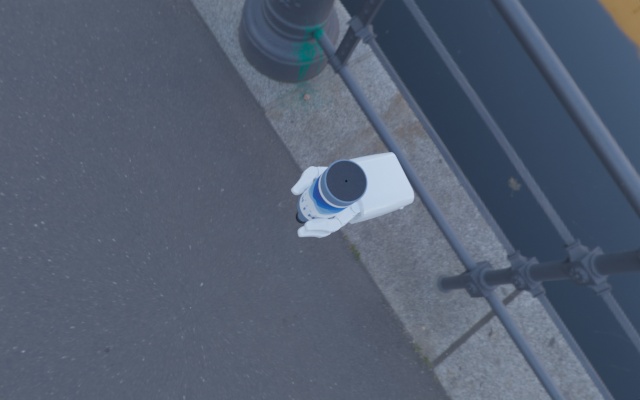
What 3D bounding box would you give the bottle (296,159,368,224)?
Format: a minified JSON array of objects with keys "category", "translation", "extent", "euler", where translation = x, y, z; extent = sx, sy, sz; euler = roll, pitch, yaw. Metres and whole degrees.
[{"category":"bottle","translation":[0.000,0.003,0.833],"extent":[0.069,0.069,0.296],"euler":[0,-12,-15]}]
